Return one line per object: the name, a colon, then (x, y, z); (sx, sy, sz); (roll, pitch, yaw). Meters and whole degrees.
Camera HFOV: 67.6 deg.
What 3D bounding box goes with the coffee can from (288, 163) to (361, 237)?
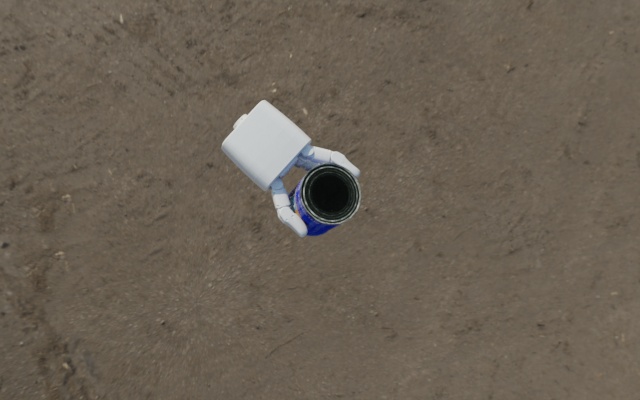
coffee can: (0.000, 0.003, 0.829); (0.103, 0.102, 0.140); (0, -12, -15)
